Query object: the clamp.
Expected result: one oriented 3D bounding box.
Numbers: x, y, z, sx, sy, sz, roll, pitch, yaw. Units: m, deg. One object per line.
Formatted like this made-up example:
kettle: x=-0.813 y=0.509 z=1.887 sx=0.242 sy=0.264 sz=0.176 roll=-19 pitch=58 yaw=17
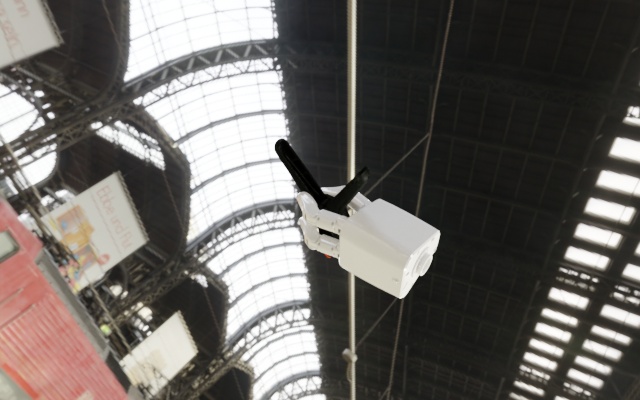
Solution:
clamp: x=0.001 y=0.002 z=0.742 sx=0.164 sy=0.210 sz=0.036 roll=28 pitch=51 yaw=27
